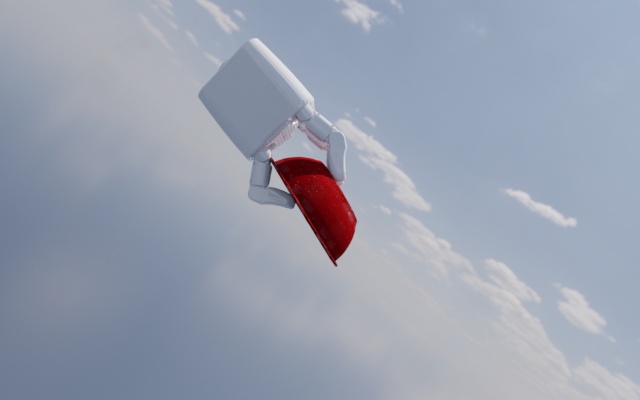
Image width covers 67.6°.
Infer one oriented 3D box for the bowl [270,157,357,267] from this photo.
[{"bbox_3d":[0.001,0.003,0.606,0.055,0.162,0.162,-31,1,-2],"label":"bowl"}]
